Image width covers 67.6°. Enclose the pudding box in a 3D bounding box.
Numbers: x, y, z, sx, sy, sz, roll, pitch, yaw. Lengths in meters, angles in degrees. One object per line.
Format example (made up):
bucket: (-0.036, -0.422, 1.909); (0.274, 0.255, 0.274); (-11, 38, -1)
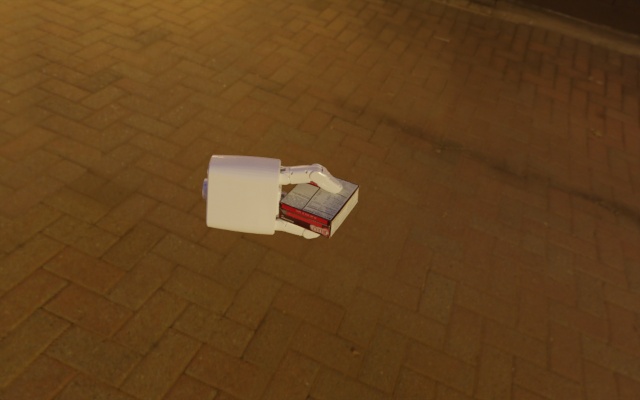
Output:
pudding box: (0.000, 0.002, 0.749); (0.090, 0.039, 0.113); (21, 41, 18)
